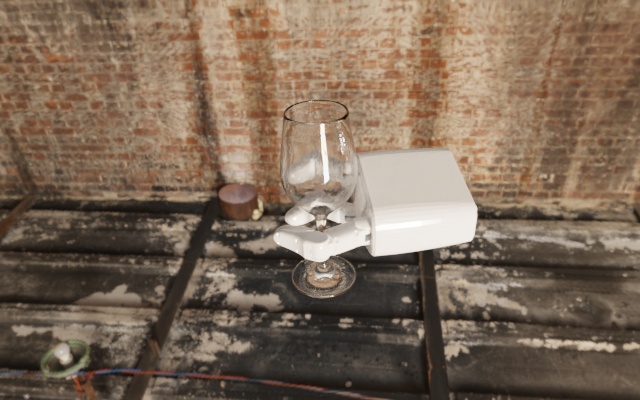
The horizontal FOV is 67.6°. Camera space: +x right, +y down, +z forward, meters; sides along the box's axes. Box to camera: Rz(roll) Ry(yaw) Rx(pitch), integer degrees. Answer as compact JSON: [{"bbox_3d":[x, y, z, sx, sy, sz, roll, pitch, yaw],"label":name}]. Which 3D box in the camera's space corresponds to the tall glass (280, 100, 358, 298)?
[{"bbox_3d":[0.000,0.002,0.496,0.079,0.201,0.079,-2,32,1],"label":"tall glass"}]
